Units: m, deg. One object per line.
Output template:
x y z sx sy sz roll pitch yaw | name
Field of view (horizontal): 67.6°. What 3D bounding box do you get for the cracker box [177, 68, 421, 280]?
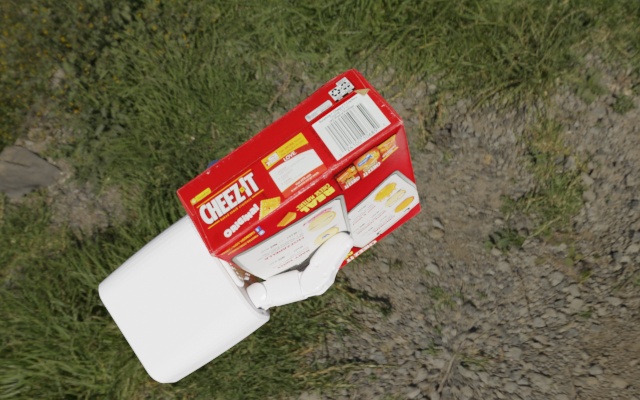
0.000 0.002 0.433 0.164 0.072 0.214 -35 -23 2 | cracker box
